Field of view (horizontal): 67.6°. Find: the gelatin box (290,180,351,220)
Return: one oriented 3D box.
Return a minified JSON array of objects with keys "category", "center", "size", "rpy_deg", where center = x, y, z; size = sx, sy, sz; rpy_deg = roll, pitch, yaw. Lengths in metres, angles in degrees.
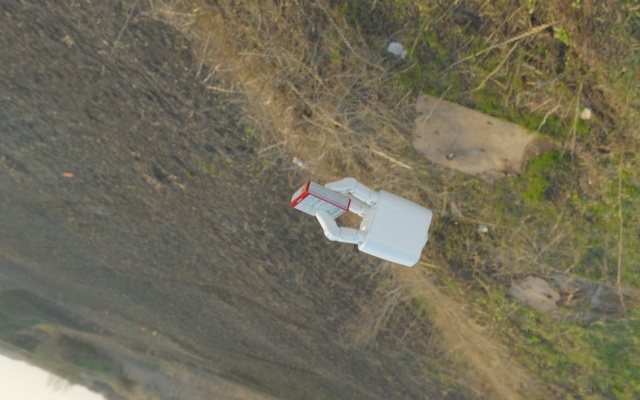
[{"category":"gelatin box","center":[0.000,0.003,0.873],"size":[0.089,0.030,0.073],"rpy_deg":[23,-29,-18]}]
